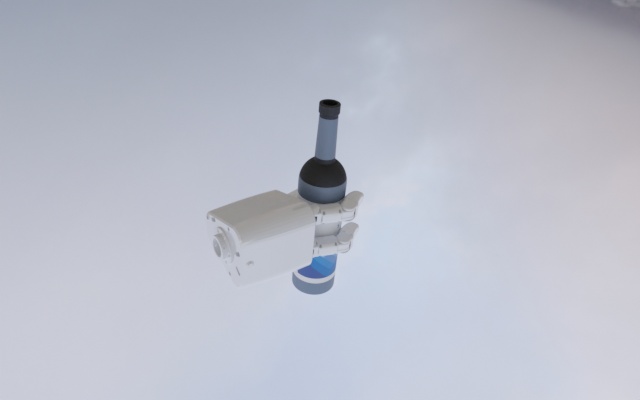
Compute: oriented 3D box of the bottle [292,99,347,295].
[{"bbox_3d":[0.000,0.002,0.671,0.069,0.296,0.069,4,33,-3],"label":"bottle"}]
